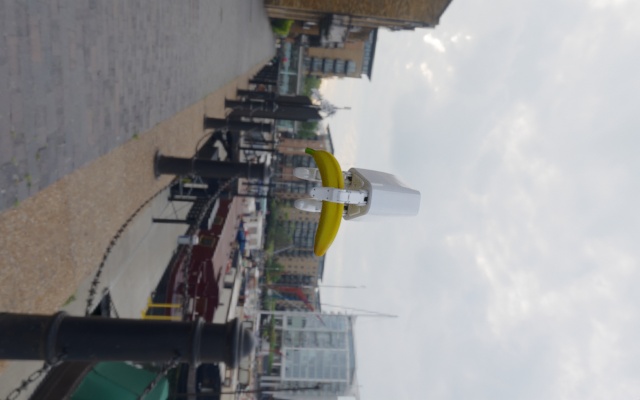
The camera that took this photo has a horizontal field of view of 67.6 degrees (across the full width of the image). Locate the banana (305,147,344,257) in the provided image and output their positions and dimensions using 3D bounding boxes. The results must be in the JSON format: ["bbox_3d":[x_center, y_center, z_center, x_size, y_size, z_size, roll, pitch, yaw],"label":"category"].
[{"bbox_3d":[0.012,-0.005,0.824,0.037,0.197,0.069,8,-18,-40],"label":"banana"}]
